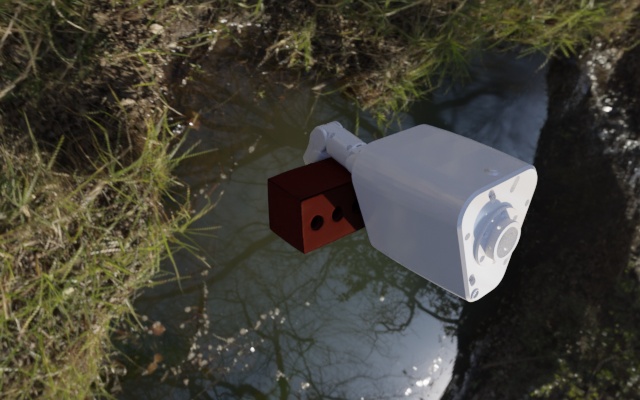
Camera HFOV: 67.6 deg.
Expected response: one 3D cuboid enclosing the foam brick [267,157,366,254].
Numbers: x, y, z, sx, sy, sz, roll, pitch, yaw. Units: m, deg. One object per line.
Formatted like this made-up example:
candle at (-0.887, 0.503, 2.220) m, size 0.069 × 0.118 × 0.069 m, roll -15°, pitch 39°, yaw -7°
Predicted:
foam brick at (0.000, 0.002, 0.415) m, size 0.078 × 0.053 × 0.051 m, roll -22°, pitch 37°, yaw -30°
